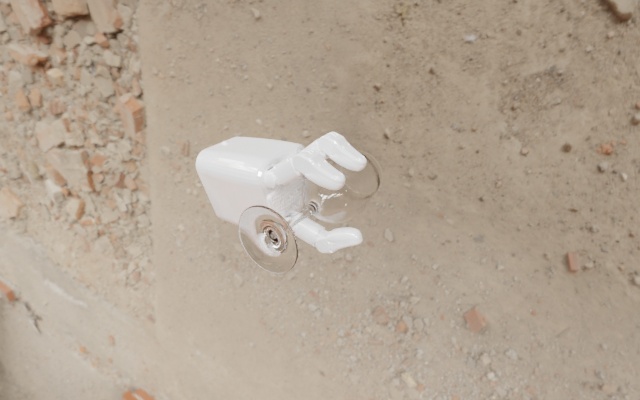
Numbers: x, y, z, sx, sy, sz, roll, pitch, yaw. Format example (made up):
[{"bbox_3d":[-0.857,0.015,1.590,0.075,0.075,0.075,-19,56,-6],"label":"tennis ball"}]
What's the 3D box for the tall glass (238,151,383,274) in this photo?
[{"bbox_3d":[0.000,0.002,0.544,0.079,0.079,0.201,0,22,36],"label":"tall glass"}]
